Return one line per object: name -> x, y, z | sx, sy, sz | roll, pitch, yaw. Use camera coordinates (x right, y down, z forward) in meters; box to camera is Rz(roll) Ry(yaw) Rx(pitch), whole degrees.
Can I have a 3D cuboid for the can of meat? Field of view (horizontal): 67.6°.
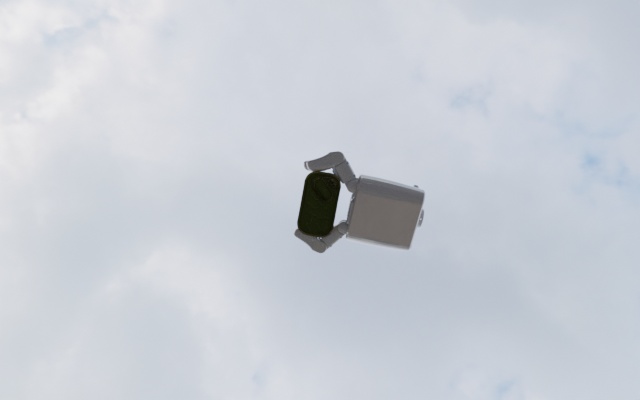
can of meat -> 0.000, 0.003, 0.780 | 0.057, 0.102, 0.084 | 11, 6, 3
